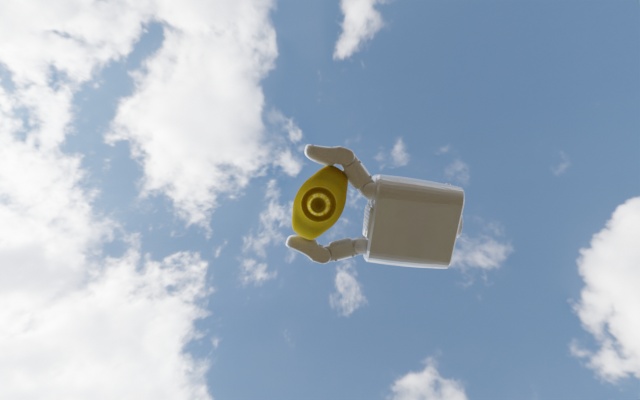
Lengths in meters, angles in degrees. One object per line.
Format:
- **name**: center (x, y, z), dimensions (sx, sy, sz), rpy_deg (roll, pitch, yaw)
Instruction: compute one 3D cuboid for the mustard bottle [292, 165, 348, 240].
- **mustard bottle**: center (0.000, 0.002, 0.606), dimensions (0.058, 0.096, 0.191), rpy_deg (31, 3, -1)
